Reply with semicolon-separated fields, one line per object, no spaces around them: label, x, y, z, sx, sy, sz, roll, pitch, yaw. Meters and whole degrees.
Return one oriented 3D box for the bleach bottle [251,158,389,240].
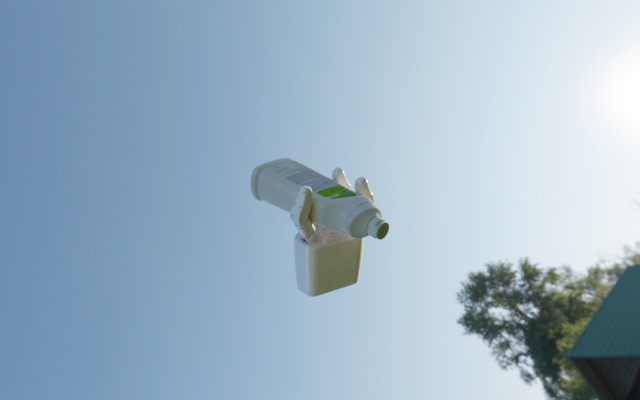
bleach bottle;0.000;0.002;0.775;0.102;0.068;0.250;-22;37;-38
